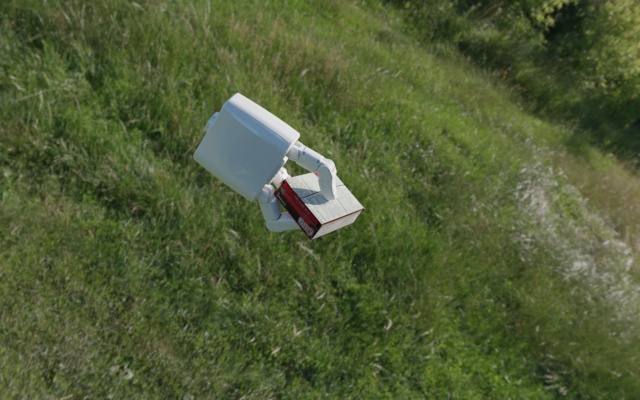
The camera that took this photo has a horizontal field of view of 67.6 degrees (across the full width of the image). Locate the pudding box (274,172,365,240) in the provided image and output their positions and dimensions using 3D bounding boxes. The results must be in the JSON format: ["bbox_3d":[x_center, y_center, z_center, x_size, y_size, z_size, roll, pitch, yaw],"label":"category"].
[{"bbox_3d":[0.000,0.002,0.704,0.113,0.090,0.039,-18,-26,-48],"label":"pudding box"}]
